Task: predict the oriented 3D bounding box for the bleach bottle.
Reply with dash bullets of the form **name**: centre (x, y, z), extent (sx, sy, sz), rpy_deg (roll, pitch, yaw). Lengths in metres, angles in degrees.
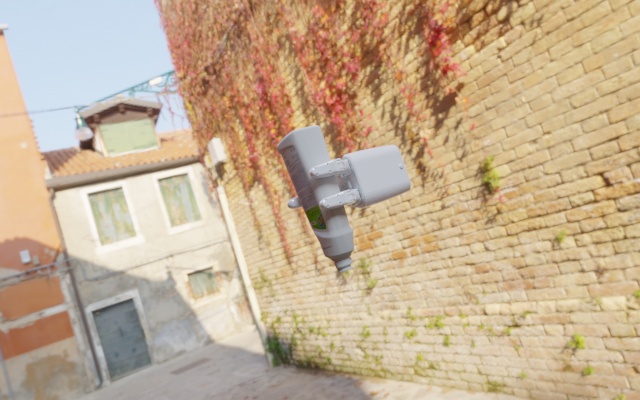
- **bleach bottle**: centre (0.000, 0.003, 0.835), extent (0.068, 0.251, 0.102), rpy_deg (-17, -5, -24)
